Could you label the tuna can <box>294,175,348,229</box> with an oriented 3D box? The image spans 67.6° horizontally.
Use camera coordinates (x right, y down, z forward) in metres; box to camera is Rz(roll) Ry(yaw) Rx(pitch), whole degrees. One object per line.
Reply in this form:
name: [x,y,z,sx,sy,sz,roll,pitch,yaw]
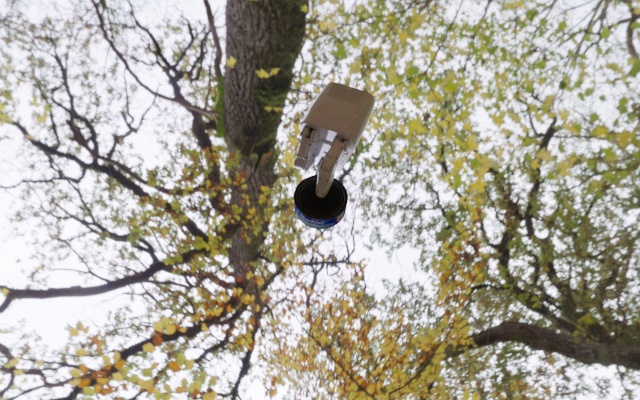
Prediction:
tuna can: [0.000,0.003,0.760,0.086,0.086,0.034,0,-34,-3]
